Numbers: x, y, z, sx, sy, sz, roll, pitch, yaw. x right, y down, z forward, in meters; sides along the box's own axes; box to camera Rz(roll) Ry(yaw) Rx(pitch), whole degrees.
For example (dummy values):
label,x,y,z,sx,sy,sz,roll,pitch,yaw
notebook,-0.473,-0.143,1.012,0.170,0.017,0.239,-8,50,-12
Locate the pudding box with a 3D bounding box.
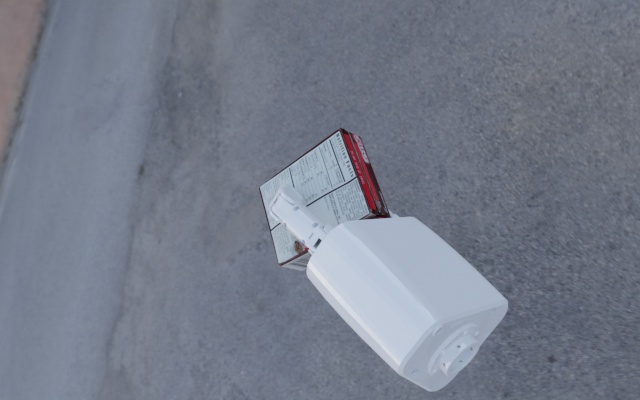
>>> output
label,x,y,z,sx,sy,sz,roll,pitch,yaw
pudding box,0.000,0.001,0.440,0.113,0.090,0.039,-31,-29,28
